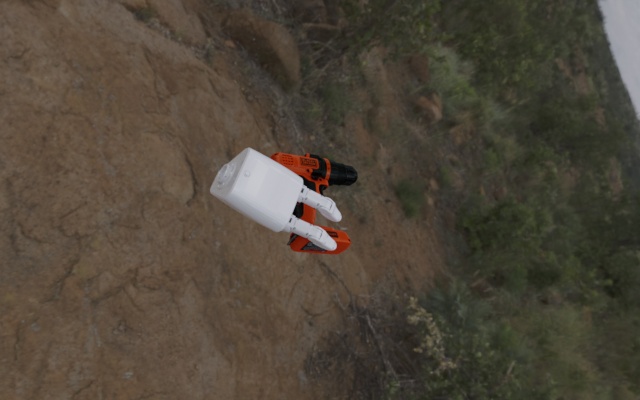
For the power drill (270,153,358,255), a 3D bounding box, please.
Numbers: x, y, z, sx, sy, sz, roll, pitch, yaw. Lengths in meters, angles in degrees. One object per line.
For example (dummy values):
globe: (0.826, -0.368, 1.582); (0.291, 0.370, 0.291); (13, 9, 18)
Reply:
power drill: (0.000, 0.003, 0.866); (0.184, 0.187, 0.057); (6, -34, -27)
